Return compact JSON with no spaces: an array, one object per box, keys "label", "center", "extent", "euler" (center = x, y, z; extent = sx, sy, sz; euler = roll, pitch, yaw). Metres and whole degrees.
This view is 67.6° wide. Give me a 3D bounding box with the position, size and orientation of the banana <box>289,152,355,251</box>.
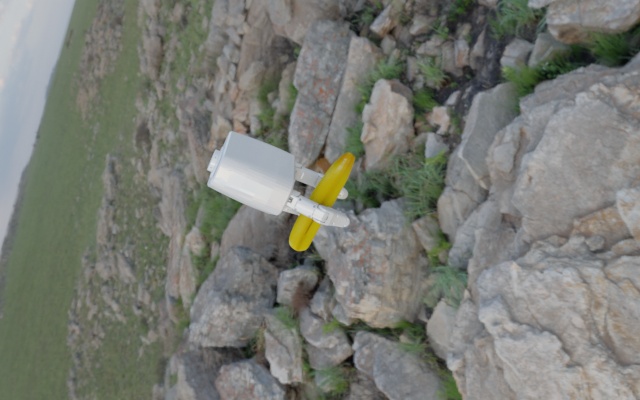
[{"label":"banana","center":[-0.006,0.014,0.722],"extent":[0.037,0.198,0.069],"euler":[29,34,0]}]
